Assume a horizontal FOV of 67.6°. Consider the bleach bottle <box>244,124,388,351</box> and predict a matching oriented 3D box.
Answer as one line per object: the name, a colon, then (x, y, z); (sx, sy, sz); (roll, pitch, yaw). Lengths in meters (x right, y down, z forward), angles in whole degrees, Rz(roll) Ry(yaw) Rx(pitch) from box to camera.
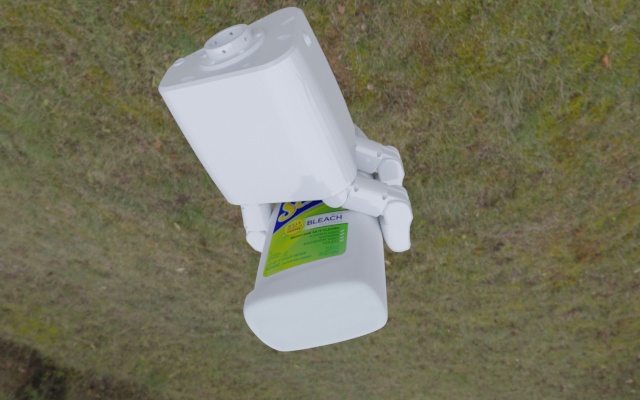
bleach bottle: (0.000, 0.001, 0.425); (0.102, 0.068, 0.250); (-16, 39, 15)
